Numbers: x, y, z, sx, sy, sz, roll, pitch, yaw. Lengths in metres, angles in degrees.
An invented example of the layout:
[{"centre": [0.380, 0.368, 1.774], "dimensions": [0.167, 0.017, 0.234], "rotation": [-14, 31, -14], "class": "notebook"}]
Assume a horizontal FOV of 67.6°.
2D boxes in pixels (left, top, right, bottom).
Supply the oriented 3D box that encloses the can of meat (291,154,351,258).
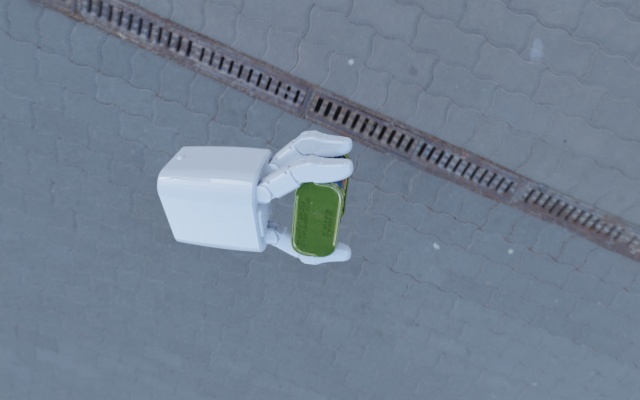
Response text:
[{"centre": [0.000, 0.002, 0.541], "dimensions": [0.057, 0.102, 0.084], "rotation": [8, 31, 4], "class": "can of meat"}]
